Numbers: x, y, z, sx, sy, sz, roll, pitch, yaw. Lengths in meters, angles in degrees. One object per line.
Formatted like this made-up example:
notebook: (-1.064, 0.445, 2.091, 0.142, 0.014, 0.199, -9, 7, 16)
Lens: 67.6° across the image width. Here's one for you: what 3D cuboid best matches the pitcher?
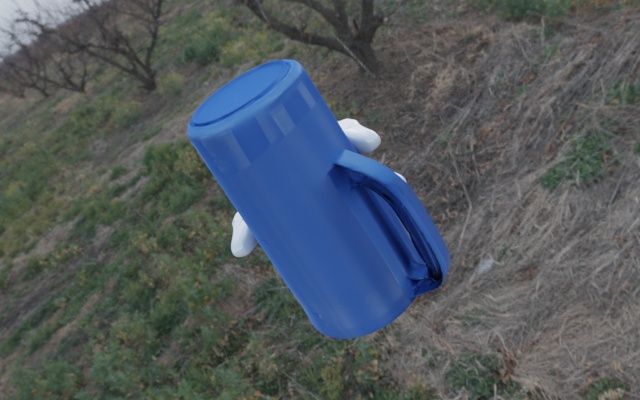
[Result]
pitcher: (0.000, 0.001, 0.431, 0.149, 0.243, 0.145, -31, 30, 3)
